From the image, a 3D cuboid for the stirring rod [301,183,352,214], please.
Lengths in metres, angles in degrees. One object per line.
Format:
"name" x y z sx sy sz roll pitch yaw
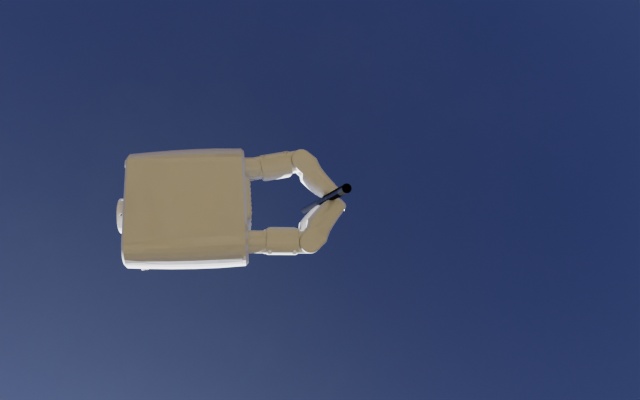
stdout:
"stirring rod" 0.000 0.002 0.498 0.011 0.011 0.239 0 -5 -10
